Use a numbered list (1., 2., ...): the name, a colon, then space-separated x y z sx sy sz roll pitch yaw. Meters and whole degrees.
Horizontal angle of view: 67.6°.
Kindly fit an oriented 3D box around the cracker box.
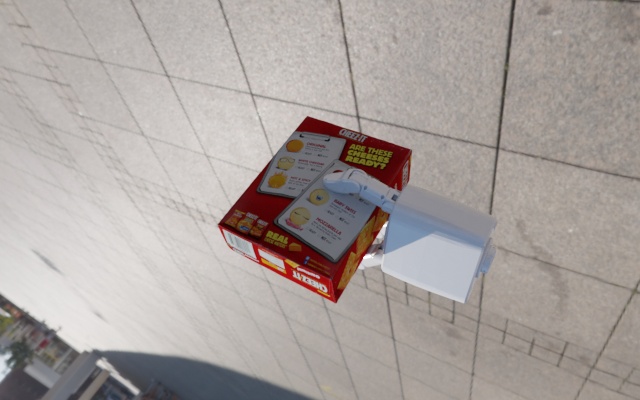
1. cracker box: 0.000 0.002 0.620 0.164 0.213 0.072 22 -32 22
